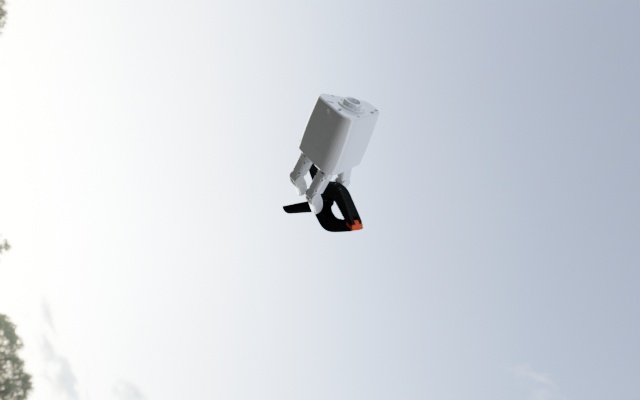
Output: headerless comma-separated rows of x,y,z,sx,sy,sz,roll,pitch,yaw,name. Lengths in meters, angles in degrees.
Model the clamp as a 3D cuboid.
0.001,0.003,0.895,0.036,0.165,0.210,-8,42,-39,clamp
